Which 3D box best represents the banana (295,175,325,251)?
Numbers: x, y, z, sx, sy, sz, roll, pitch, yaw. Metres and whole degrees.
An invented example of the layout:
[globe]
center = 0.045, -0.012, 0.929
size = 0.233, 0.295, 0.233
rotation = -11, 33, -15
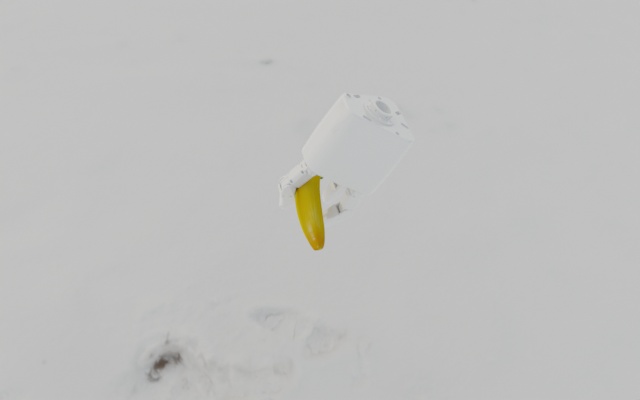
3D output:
[banana]
center = -0.011, -0.012, 0.710
size = 0.037, 0.070, 0.197
rotation = -31, 29, 23
